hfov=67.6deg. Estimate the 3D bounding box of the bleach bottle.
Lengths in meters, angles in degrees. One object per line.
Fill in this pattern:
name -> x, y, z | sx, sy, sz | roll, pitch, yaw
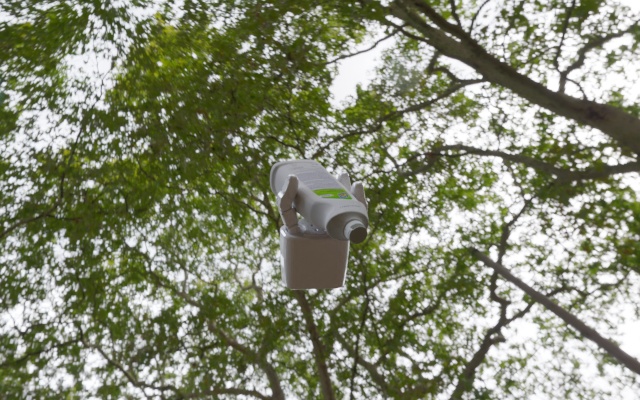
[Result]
bleach bottle -> 0.000, 0.002, 0.783 | 0.102, 0.068, 0.250 | -8, 26, -20
